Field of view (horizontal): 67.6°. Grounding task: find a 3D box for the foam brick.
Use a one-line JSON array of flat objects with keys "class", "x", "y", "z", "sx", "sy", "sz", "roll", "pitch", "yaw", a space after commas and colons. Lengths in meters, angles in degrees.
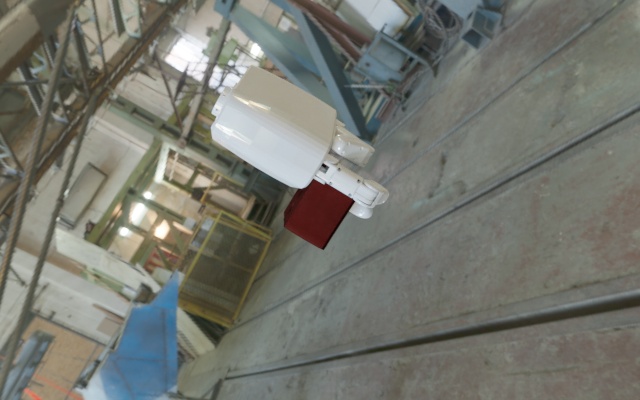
[{"class": "foam brick", "x": 0.000, "y": 0.002, "z": 0.516, "sx": 0.051, "sy": 0.078, "sz": 0.053, "roll": 29, "pitch": 14, "yaw": -13}]
